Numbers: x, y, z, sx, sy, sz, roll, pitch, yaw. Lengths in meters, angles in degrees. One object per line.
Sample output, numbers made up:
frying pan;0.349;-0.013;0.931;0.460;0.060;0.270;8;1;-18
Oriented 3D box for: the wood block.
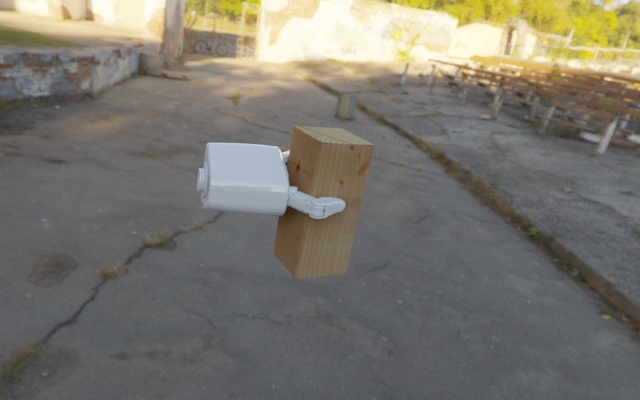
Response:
wood block;0.000;0.002;0.712;0.090;0.206;0.090;-1;23;-30
